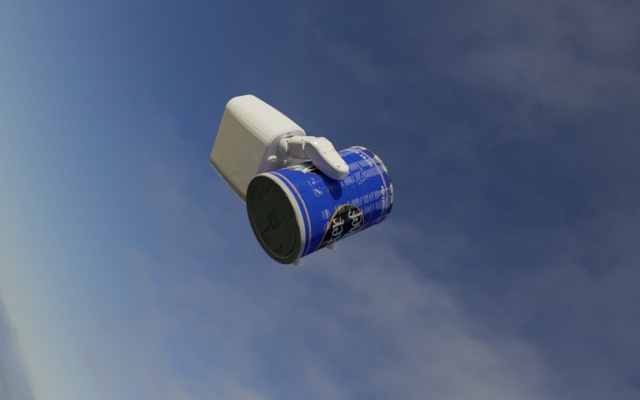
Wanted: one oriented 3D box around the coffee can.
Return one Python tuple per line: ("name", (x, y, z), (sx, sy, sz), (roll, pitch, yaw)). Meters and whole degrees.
("coffee can", (0.000, 0.002, 0.556), (0.140, 0.103, 0.103), (-20, 12, -35))
